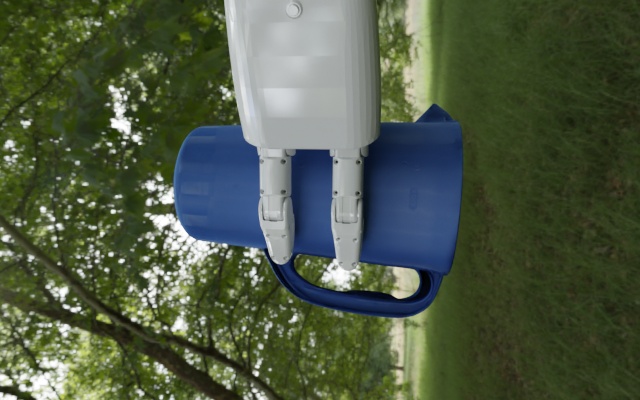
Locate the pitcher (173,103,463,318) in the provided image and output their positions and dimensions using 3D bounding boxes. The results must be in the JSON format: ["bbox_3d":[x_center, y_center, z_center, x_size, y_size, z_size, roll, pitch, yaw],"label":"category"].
[{"bbox_3d":[0.000,0.001,0.428,0.243,0.145,0.149,3,37,10],"label":"pitcher"}]
